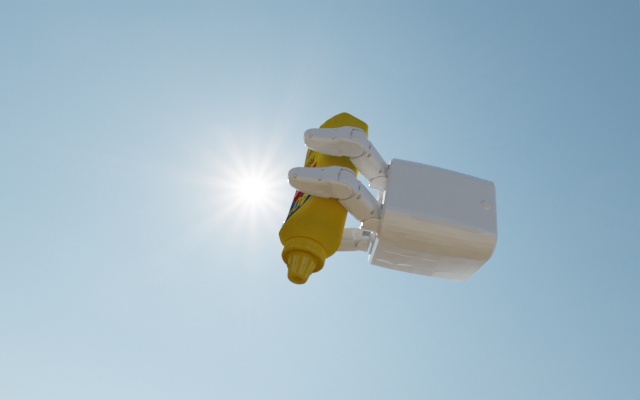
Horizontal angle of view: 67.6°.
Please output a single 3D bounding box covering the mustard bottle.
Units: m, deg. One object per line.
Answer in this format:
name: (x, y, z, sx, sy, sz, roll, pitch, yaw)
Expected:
mustard bottle: (0.000, 0.001, 0.486, 0.058, 0.191, 0.096, 28, -42, -13)
